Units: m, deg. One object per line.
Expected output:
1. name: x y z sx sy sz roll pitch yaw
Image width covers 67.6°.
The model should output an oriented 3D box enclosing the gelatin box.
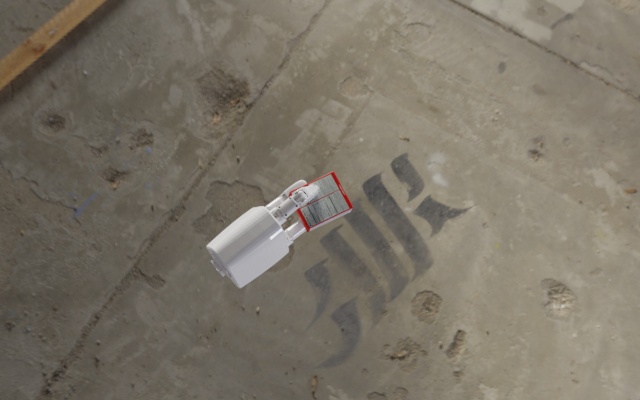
1. gelatin box: 0.000 0.002 0.815 0.089 0.073 0.030 -26 -13 -11
